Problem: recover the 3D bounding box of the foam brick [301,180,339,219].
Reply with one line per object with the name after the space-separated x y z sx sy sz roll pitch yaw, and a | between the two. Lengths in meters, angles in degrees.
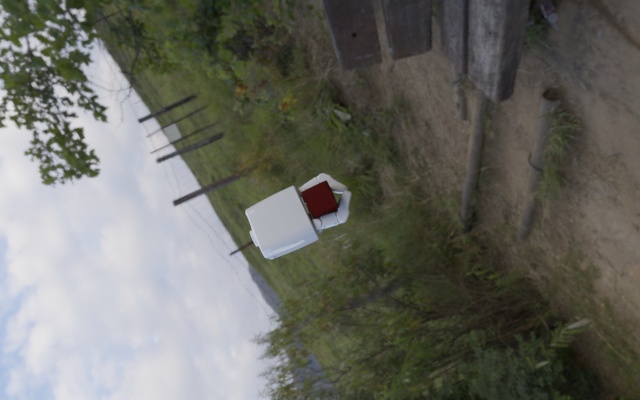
0.000 0.003 0.884 0.051 0.053 0.078 -25 -10 -2 | foam brick
